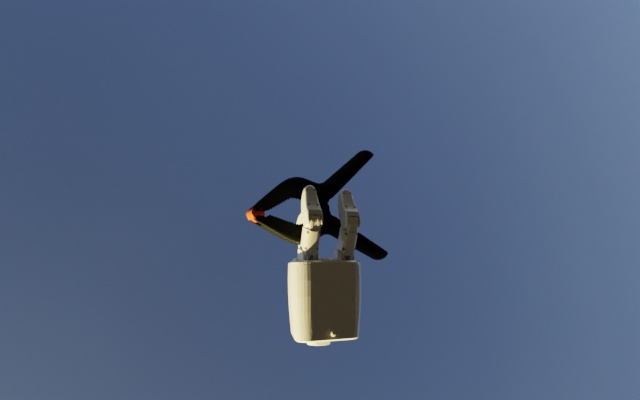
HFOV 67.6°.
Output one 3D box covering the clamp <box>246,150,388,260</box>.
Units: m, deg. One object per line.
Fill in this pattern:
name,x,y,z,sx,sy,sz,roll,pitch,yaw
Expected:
clamp,-0.001,0.003,0.680,0.210,0.164,0.036,3,-11,-24
